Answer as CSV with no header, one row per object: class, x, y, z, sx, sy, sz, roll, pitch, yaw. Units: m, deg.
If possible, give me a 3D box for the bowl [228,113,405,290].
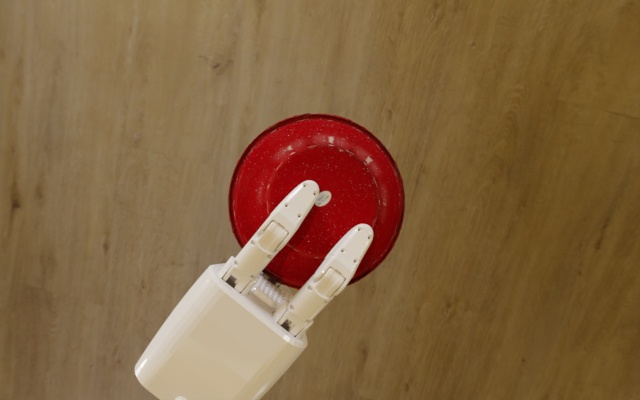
bowl,0.001,0.000,0.408,0.162,0.162,0.055,0,-1,-5
